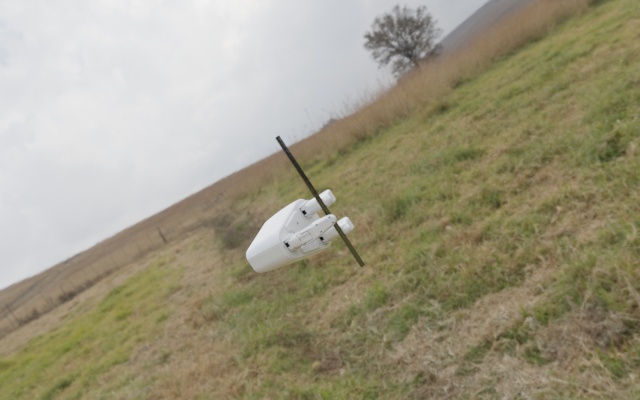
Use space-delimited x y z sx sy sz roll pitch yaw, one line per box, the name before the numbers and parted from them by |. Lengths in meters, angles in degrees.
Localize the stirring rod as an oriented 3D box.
stirring rod | 0.000 0.003 0.739 0.011 0.239 0.011 -33 4 3
